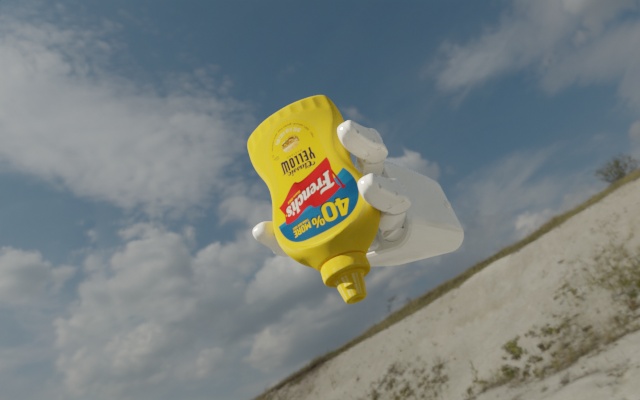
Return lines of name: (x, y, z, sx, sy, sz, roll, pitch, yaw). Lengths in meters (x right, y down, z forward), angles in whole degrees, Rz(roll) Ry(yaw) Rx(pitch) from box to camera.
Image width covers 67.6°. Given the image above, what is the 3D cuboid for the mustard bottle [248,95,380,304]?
mustard bottle: (0.000, 0.001, 0.429, 0.096, 0.191, 0.058, -28, -29, 12)
